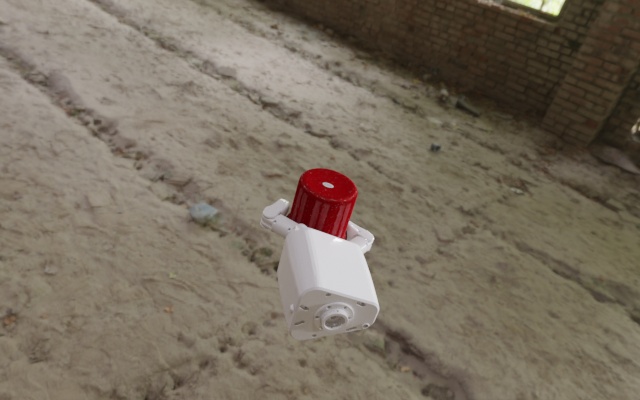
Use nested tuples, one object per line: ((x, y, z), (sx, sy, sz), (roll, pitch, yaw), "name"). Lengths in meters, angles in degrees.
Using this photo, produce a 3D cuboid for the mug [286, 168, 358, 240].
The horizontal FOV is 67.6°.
((0.000, 0.001, 0.667), (0.093, 0.081, 0.117), (4, 36, -18), "mug")
